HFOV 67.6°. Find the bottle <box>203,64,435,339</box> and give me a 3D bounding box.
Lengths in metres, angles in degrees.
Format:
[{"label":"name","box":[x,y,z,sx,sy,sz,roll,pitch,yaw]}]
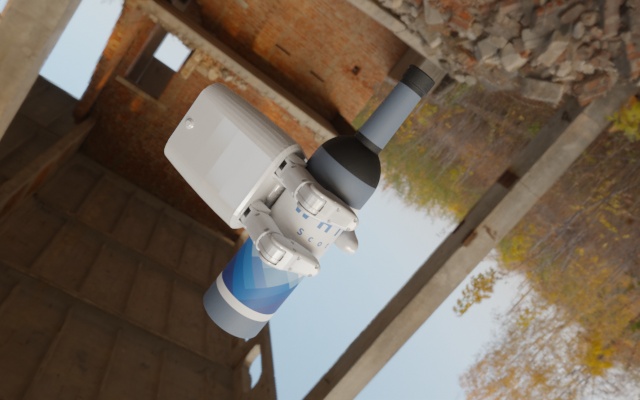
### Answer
[{"label":"bottle","box":[0.000,0.002,0.448,0.069,0.296,0.069,37,12,-9]}]
